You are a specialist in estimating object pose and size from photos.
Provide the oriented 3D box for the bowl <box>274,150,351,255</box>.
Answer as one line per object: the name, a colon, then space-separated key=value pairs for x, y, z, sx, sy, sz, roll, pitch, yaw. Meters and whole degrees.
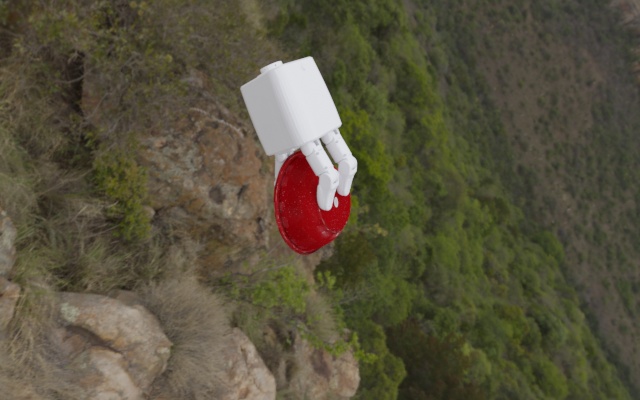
bowl: x=0.001 y=0.003 z=0.723 sx=0.055 sy=0.162 sz=0.162 roll=-1 pitch=-1 yaw=33
